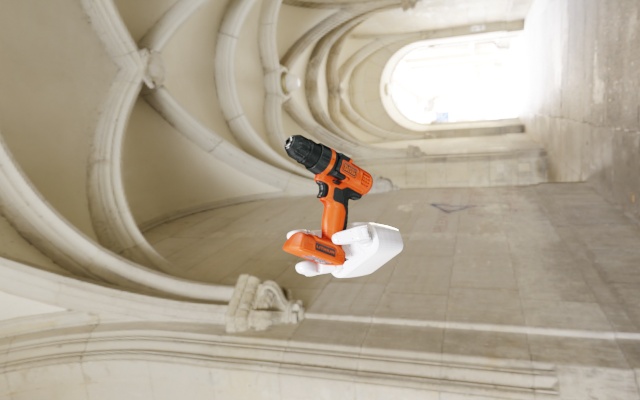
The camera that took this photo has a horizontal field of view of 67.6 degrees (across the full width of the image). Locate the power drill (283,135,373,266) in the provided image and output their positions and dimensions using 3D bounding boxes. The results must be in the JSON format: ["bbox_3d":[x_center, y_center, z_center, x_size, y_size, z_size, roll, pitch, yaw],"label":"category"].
[{"bbox_3d":[0.000,0.003,0.788,0.184,0.187,0.057,26,-19,-32],"label":"power drill"}]
